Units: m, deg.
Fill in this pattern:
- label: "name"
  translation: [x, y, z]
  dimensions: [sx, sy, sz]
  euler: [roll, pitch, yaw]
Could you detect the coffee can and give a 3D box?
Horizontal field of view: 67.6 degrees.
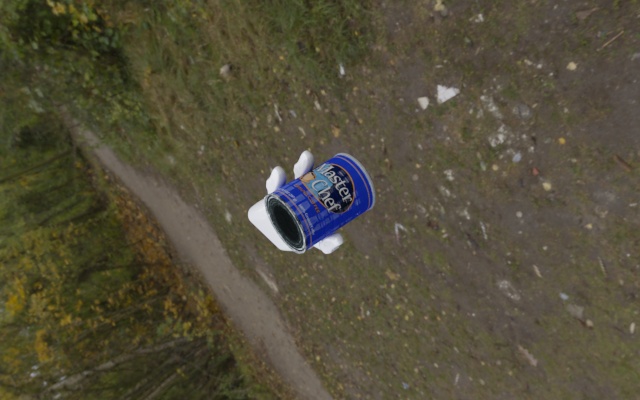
- label: "coffee can"
  translation: [0.000, 0.002, 0.736]
  dimensions: [0.140, 0.103, 0.103]
  euler: [-32, 15, -25]
